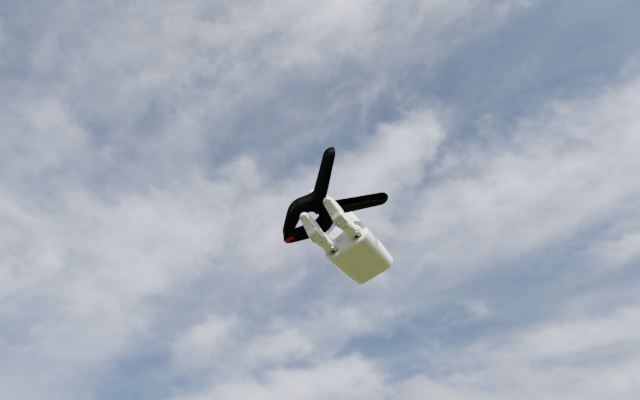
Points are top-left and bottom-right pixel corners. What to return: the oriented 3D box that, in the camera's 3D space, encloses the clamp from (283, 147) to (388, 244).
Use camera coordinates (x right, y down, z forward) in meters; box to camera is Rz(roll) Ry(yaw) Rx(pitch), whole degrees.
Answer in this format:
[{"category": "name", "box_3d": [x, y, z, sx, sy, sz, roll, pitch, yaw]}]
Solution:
[{"category": "clamp", "box_3d": [0.000, 0.003, 0.890, 0.210, 0.165, 0.036, -34, 33, 15]}]
